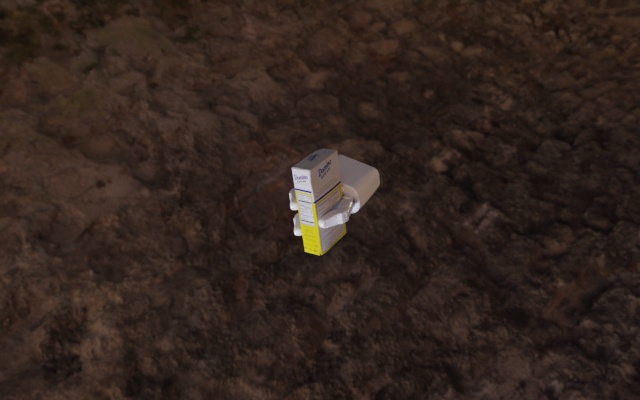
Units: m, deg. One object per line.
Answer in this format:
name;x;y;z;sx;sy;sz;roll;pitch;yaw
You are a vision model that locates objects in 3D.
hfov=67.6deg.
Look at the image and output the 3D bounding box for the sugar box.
sugar box;0.000;0.003;0.874;0.048;0.176;0.093;10;32;33
